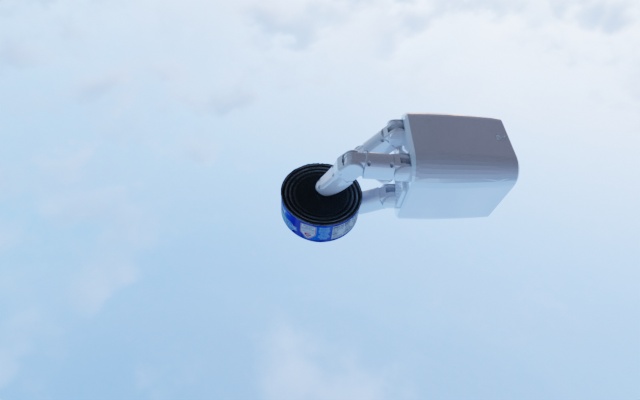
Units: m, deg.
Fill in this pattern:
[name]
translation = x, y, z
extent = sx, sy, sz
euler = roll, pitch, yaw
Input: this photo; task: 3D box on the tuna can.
[tuna can]
translation = 0.000, 0.002, 0.510
extent = 0.086, 0.086, 0.034
euler = 0, -40, -6
